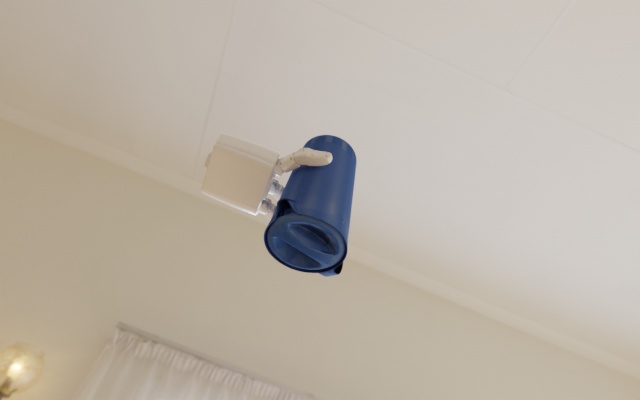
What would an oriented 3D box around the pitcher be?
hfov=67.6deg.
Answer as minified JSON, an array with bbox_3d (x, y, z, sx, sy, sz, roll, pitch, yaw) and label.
[{"bbox_3d":[0.000,0.003,0.830,0.145,0.149,0.242,19,43,-4],"label":"pitcher"}]
